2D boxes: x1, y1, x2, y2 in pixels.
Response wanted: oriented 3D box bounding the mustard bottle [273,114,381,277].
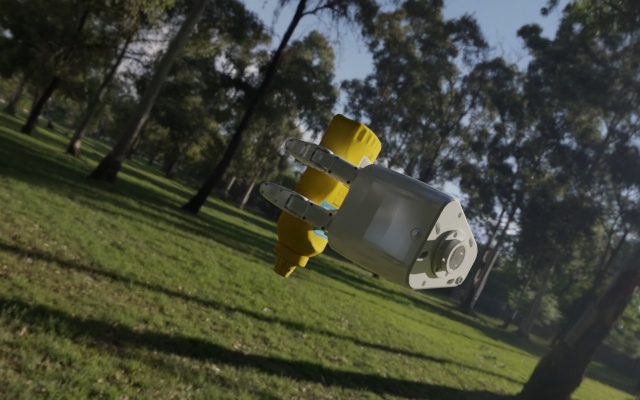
[{"bbox_3d":[0.000,0.001,0.554,0.058,0.191,0.096,28,-2,21],"label":"mustard bottle"}]
